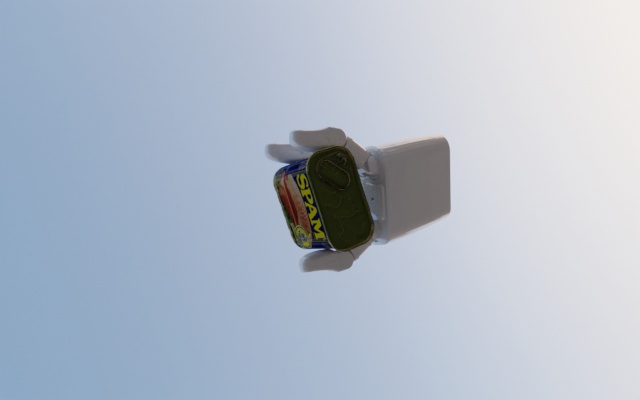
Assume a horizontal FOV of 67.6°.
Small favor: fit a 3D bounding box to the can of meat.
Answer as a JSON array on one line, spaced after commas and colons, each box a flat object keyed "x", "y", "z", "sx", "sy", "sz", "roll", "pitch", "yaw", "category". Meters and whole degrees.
[{"x": 0.000, "y": 0.002, "z": 0.500, "sx": 0.057, "sy": 0.102, "sz": 0.084, "roll": -21, "pitch": 5, "yaw": -31, "category": "can of meat"}]
